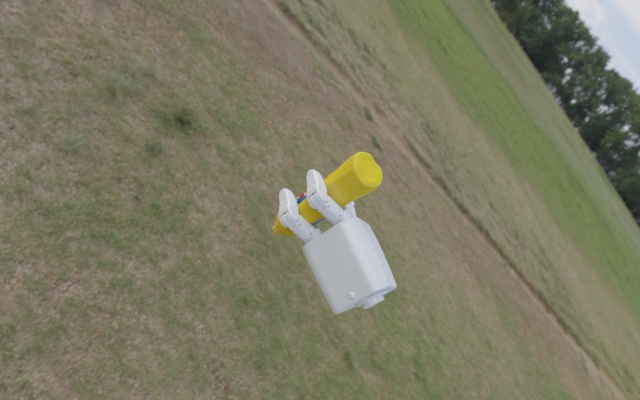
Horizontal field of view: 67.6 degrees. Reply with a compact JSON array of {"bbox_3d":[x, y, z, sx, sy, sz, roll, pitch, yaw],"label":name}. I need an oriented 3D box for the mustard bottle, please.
[{"bbox_3d":[0.000,0.002,0.721,0.192,0.058,0.096,-34,5,27],"label":"mustard bottle"}]
